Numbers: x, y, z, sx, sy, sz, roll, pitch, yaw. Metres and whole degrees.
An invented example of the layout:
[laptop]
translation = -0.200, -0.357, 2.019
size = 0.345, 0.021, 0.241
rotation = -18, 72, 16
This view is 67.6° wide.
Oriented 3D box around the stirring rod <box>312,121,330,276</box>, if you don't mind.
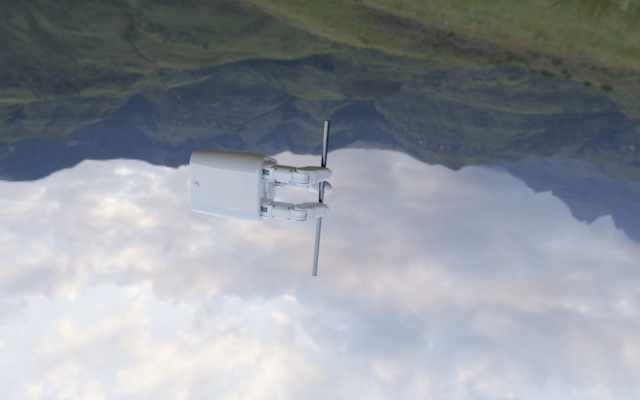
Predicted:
[stirring rod]
translation = 0.000, 0.002, 0.710
size = 0.011, 0.239, 0.011
rotation = 4, 17, -1
